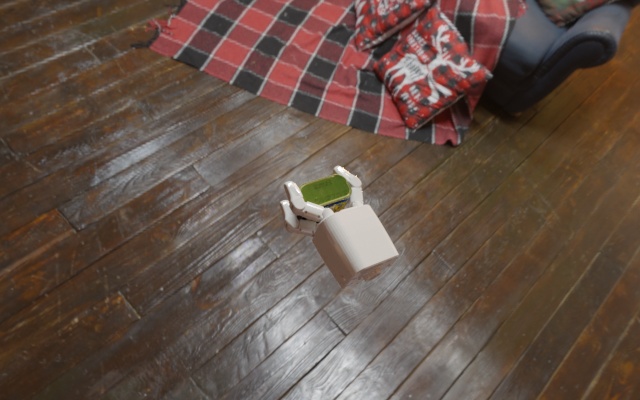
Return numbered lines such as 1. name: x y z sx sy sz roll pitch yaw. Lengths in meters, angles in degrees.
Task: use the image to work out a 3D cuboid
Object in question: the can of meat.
1. can of meat: 0.000 0.003 0.858 0.102 0.057 0.084 -19 -23 -22
